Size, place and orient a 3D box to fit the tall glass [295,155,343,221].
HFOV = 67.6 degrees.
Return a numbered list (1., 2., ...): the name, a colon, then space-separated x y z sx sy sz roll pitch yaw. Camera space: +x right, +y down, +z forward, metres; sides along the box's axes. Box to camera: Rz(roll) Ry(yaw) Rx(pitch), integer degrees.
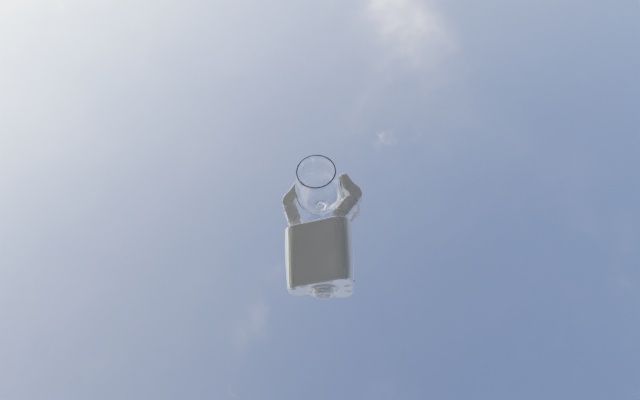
1. tall glass: 0.000 0.003 0.819 0.079 0.079 0.201 0 -29 5
